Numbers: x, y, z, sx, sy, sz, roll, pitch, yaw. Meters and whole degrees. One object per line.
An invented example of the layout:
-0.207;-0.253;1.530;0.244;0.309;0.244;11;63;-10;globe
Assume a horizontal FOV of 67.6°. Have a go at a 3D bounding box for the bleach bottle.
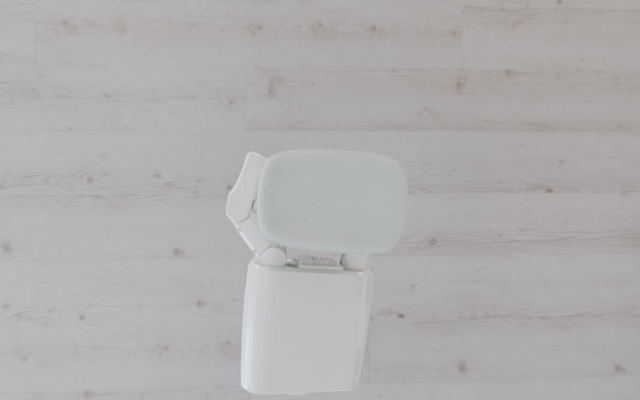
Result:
0.000;0.001;0.428;0.102;0.068;0.251;4;-1;-3;bleach bottle
